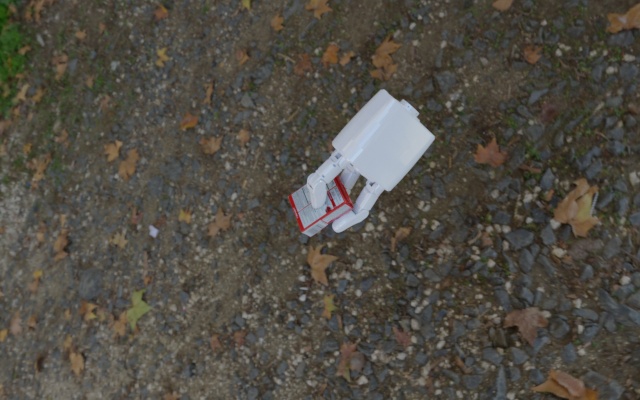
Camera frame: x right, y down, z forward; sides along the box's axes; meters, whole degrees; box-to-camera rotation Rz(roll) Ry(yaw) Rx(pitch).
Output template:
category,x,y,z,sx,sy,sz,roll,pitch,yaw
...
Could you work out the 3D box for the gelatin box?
category,x,y,z,sx,sy,sz,roll,pitch,yaw
gelatin box,0.000,0.002,0.745,0.089,0.073,0.030,-35,-35,17
